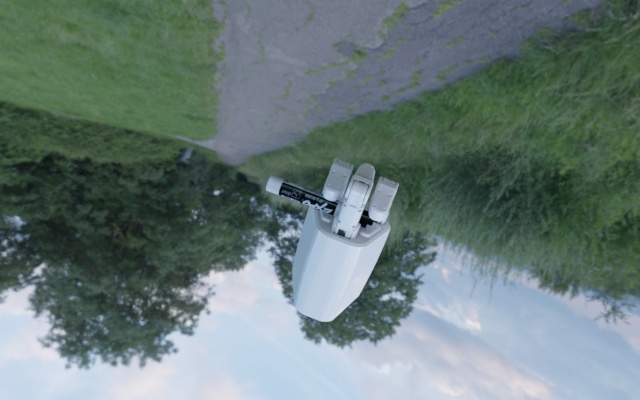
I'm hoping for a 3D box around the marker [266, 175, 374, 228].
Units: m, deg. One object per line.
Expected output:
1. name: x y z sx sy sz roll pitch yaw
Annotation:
1. marker: 0.000 0.002 0.515 0.121 0.020 0.020 21 2 5
